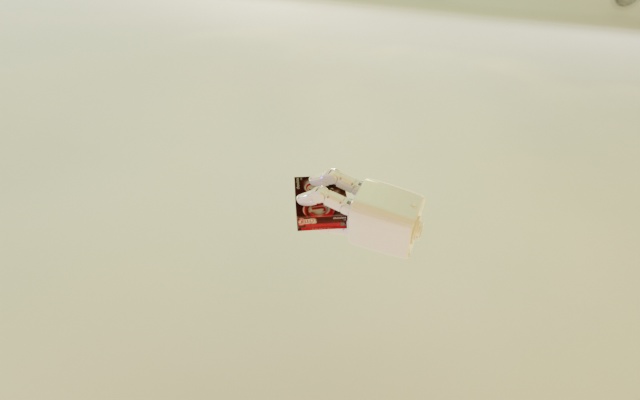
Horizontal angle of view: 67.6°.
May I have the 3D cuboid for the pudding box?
[{"bbox_3d":[0.000,0.003,0.842,0.090,0.039,0.113,-2,39,-4],"label":"pudding box"}]
